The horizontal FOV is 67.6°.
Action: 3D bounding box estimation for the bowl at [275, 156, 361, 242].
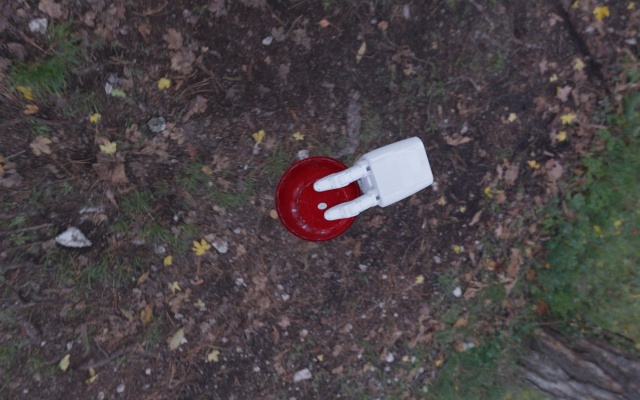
[{"bbox_3d":[-0.001,0.004,0.856,0.162,0.162,0.055,0,10,-9],"label":"bowl"}]
